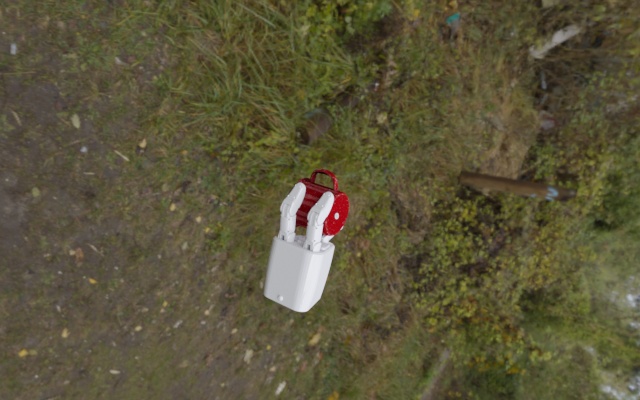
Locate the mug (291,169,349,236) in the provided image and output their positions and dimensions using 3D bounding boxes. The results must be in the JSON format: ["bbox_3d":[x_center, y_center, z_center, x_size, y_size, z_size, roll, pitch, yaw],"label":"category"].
[{"bbox_3d":[0.001,0.001,0.844,0.081,0.117,0.093,18,11,29],"label":"mug"}]
